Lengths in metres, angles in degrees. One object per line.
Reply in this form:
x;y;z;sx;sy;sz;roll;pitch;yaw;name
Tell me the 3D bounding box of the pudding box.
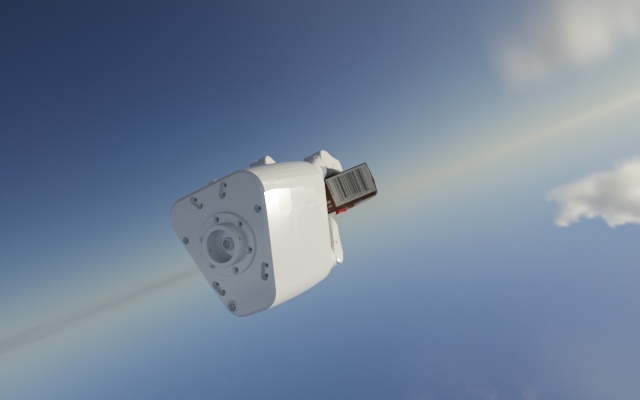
0.000;0.002;0.524;0.113;0.039;0.090;-21;-4;-5;pudding box
